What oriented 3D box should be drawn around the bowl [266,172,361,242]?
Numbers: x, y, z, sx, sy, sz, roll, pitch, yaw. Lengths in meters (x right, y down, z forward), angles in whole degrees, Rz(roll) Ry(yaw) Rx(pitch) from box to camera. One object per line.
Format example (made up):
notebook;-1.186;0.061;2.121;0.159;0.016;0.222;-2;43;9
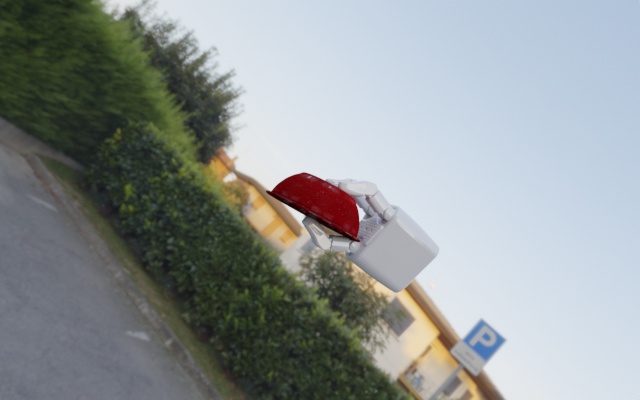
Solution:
bowl;-0.001;0.001;0.722;0.162;0.055;0.162;28;-4;2
